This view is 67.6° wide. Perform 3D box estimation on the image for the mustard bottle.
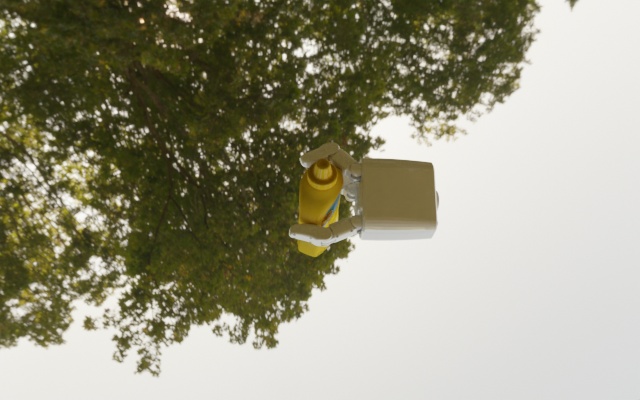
[{"bbox_3d":[0.000,0.002,0.702,0.058,0.096,0.192,22,-30,10],"label":"mustard bottle"}]
